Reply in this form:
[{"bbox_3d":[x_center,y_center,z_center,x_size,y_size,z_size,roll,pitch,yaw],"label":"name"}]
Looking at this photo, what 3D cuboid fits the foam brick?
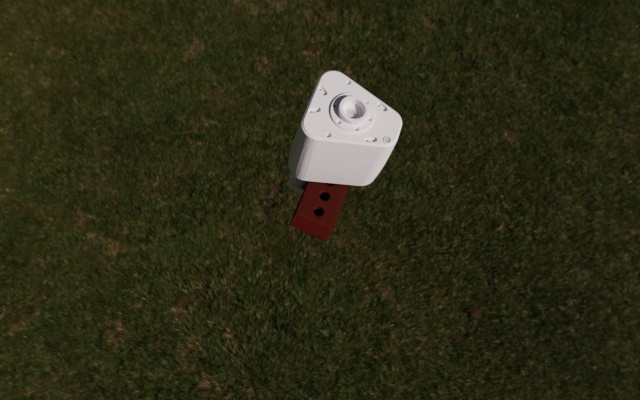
[{"bbox_3d":[0.000,0.002,0.614,0.053,0.078,0.051,22,-22,-4],"label":"foam brick"}]
